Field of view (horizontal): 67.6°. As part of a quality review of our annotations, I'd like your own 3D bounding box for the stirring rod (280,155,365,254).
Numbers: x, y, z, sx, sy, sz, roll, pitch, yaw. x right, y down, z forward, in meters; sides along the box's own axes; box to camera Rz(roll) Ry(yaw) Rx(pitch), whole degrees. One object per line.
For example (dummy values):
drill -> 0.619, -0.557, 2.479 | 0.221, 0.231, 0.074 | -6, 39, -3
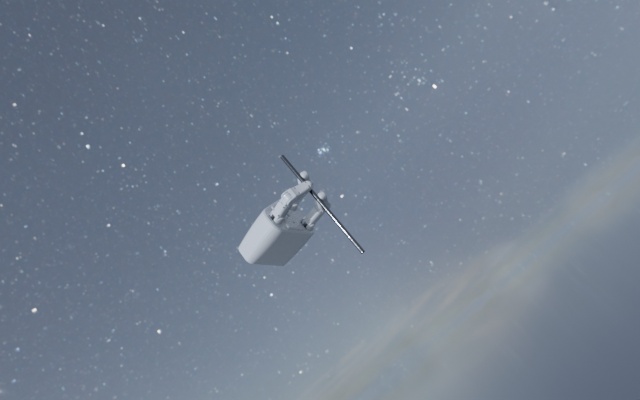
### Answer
stirring rod -> 0.000, 0.003, 0.857 | 0.011, 0.239, 0.011 | -34, -21, -16
